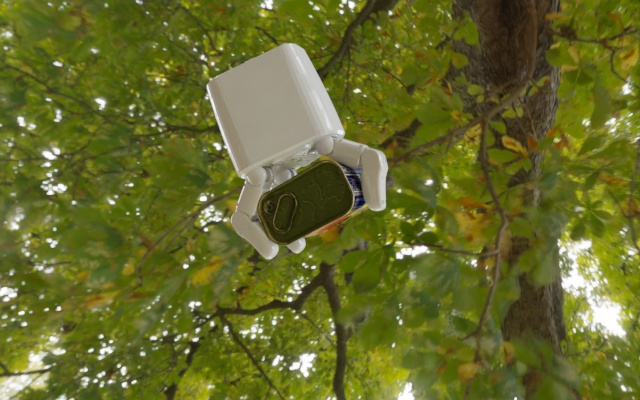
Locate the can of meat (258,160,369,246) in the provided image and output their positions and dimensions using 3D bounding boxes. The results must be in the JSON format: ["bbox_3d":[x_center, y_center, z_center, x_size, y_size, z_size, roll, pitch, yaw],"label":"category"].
[{"bbox_3d":[0.000,0.002,0.498,0.102,0.057,0.084,-29,-9,22],"label":"can of meat"}]
